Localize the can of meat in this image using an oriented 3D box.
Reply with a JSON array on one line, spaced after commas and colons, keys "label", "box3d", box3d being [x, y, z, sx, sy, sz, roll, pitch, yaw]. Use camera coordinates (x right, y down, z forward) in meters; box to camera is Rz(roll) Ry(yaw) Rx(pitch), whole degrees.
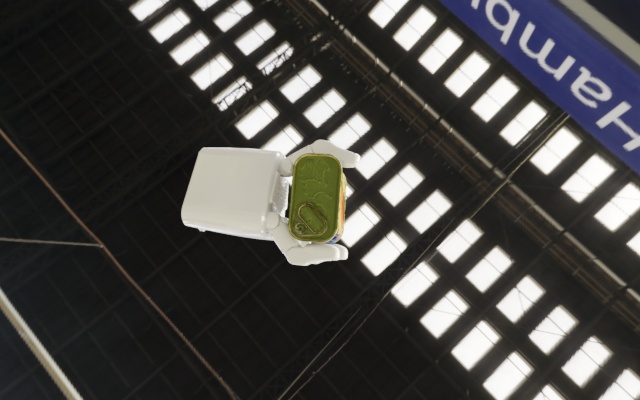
[{"label": "can of meat", "box3d": [0.000, 0.002, 0.580, 0.057, 0.102, 0.084, 3, -7, 10]}]
